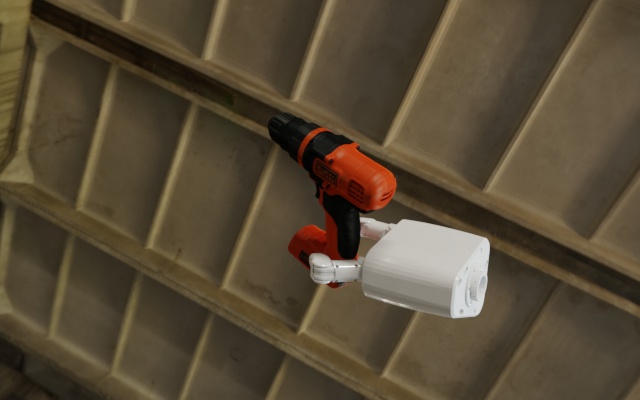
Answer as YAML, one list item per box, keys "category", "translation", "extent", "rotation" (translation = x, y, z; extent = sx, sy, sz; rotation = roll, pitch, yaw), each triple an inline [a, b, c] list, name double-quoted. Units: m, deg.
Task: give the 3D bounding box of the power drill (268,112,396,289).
- category: "power drill"
  translation: [0.000, 0.002, 0.578]
  extent: [0.057, 0.188, 0.184]
  rotation: [-28, 50, -32]
